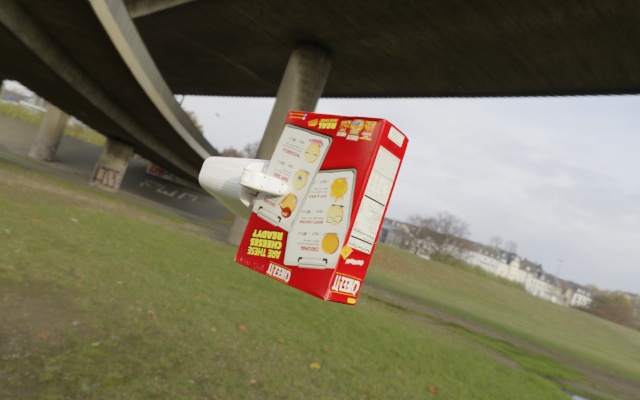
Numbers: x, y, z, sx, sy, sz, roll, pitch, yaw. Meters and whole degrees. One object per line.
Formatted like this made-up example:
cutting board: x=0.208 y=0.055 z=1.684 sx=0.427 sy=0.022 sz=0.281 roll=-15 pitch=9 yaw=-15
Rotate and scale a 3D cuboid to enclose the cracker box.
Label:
cracker box: x=0.000 y=0.002 z=0.596 sx=0.164 sy=0.213 sz=0.072 roll=14 pitch=-7 yaw=42
